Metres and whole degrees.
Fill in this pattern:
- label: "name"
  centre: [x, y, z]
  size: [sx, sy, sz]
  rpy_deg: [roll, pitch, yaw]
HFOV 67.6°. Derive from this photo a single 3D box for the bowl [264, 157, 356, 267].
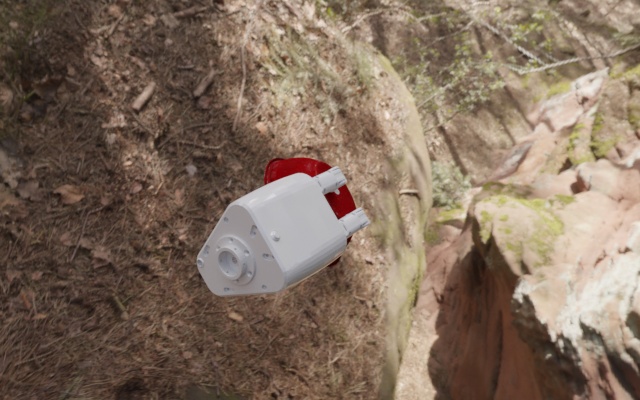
- label: "bowl"
  centre: [0.001, 0.001, 0.621]
  size: [0.055, 0.162, 0.162]
  rpy_deg: [-31, -13, 22]
